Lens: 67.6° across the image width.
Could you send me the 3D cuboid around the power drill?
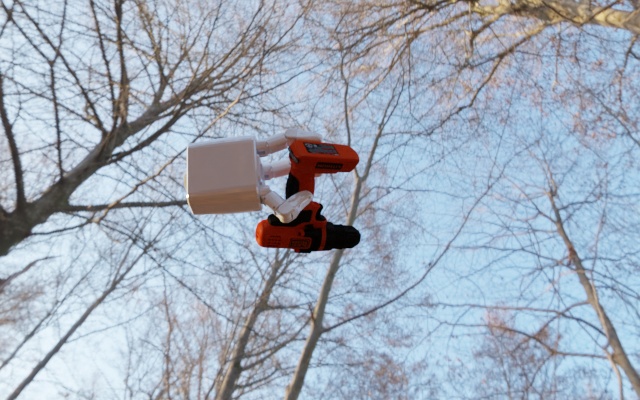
[{"bbox_3d":[0.000,0.002,0.762,0.184,0.188,0.057,3,30,-24],"label":"power drill"}]
